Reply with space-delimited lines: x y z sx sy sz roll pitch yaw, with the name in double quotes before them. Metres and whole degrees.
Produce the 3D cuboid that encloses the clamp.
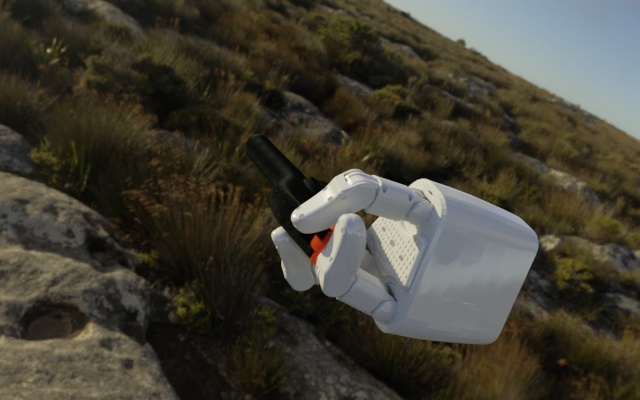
"clamp" 0.000 0.001 0.415 0.120 0.039 0.171 16 26 -26
